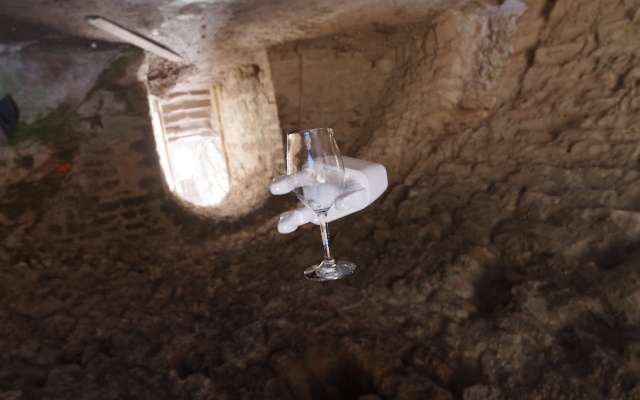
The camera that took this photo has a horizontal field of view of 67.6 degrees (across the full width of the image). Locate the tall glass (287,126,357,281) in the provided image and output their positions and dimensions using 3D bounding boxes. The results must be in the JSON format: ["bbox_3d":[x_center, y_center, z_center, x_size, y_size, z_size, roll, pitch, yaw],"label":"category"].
[{"bbox_3d":[0.000,0.003,0.656,0.079,0.201,0.079,-8,10,1],"label":"tall glass"}]
